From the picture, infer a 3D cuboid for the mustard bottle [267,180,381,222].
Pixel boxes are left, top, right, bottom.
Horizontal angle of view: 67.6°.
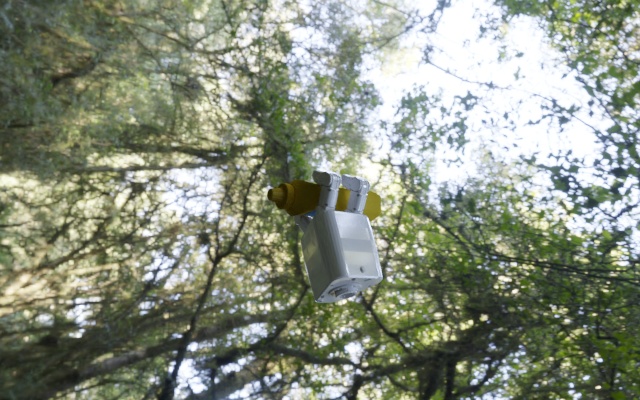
[{"bbox_3d":[0.000,0.002,0.779,0.191,0.058,0.096,8,-10,-35],"label":"mustard bottle"}]
